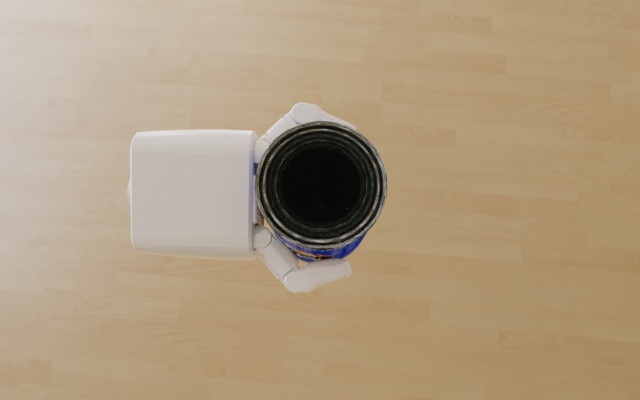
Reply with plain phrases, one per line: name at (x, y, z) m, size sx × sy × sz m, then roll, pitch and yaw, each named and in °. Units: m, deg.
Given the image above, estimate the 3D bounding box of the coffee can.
coffee can at (0.000, 0.002, 0.434) m, size 0.103 × 0.102 × 0.140 m, roll 0°, pitch -12°, yaw -1°
